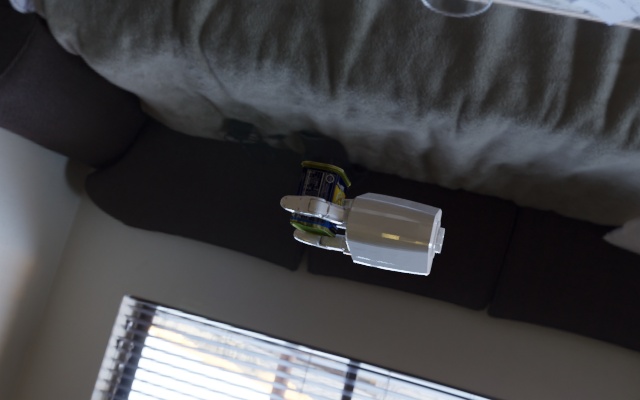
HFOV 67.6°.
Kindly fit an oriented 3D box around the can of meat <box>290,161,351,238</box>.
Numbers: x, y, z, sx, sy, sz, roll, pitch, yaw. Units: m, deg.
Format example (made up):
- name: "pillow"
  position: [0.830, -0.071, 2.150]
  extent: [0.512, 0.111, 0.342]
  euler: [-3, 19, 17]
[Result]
- name: "can of meat"
  position: [0.000, 0.002, 0.650]
  extent: [0.057, 0.084, 0.102]
  euler: [11, -9, 14]
